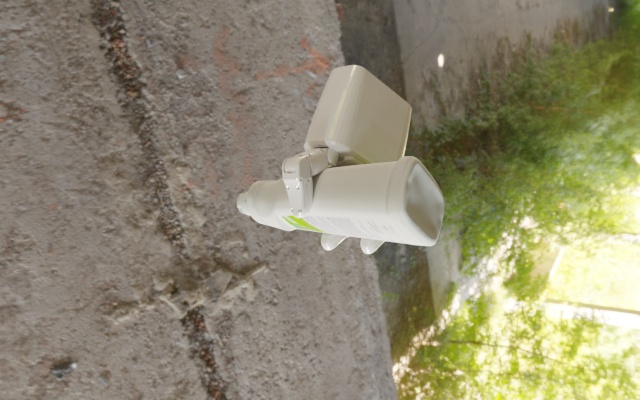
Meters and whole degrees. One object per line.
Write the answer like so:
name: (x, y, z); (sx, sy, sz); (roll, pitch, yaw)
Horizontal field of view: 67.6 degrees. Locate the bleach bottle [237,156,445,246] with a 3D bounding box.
bleach bottle: (0.000, 0.002, 0.528); (0.251, 0.068, 0.103); (1, -25, 36)
